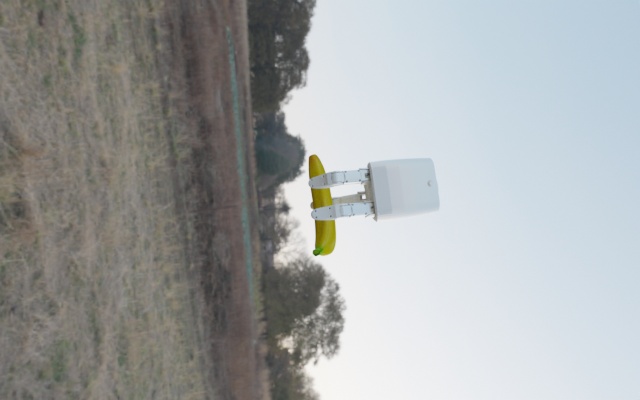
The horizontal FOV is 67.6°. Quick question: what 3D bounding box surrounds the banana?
[{"bbox_3d":[0.003,0.015,0.807,0.037,0.197,0.070,-9,-33,6],"label":"banana"}]
